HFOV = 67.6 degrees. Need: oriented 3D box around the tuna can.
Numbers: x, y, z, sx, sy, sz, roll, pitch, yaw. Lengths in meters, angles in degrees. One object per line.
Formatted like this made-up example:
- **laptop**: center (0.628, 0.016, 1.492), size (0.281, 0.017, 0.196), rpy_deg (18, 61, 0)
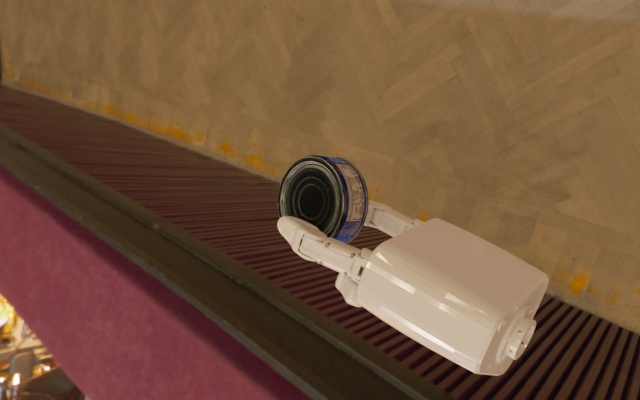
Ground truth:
- **tuna can**: center (0.000, 0.001, 0.439), size (0.086, 0.086, 0.034), rpy_deg (0, -1, 42)
